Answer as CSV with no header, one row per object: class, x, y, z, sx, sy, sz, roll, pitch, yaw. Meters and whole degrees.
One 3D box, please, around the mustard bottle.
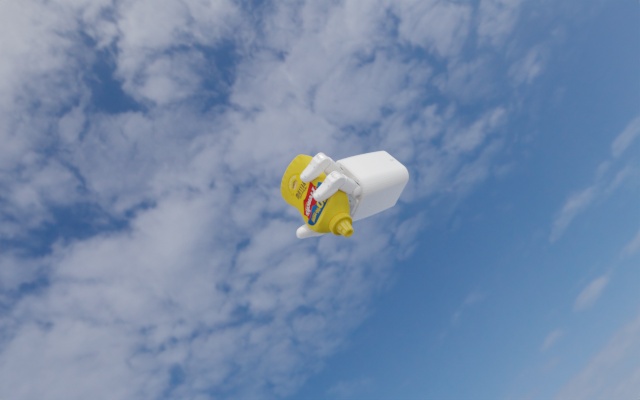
mustard bottle,0.000,0.003,0.855,0.058,0.096,0.191,8,28,-41
